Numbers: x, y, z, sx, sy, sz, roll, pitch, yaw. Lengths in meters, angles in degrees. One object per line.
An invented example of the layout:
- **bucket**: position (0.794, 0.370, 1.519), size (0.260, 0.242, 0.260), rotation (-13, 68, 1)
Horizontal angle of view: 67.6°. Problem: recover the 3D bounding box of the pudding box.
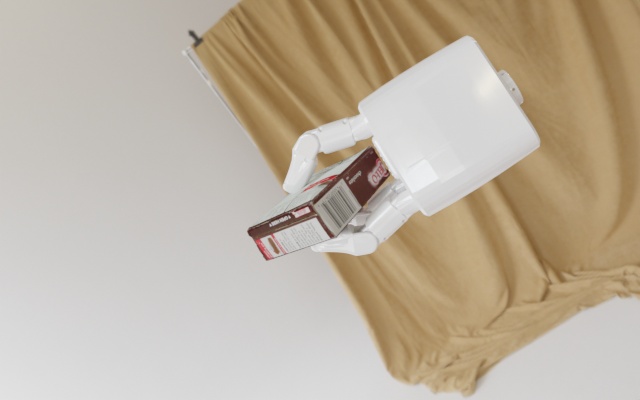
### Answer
- **pudding box**: position (0.000, 0.001, 0.433), size (0.090, 0.039, 0.113), rotation (-24, 12, 42)
